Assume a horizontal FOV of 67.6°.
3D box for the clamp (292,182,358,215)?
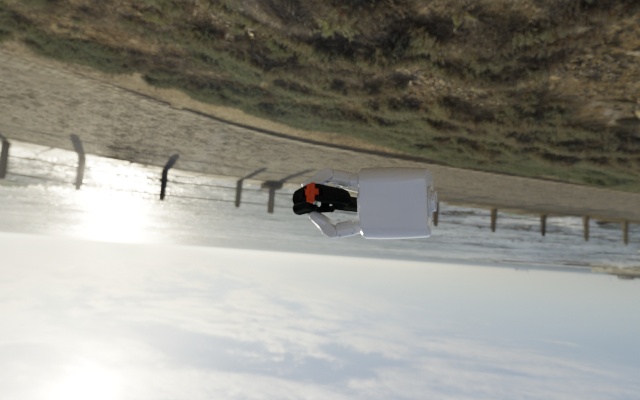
[{"bbox_3d":[0.000,0.003,0.806,0.164,0.036,0.210,-3,-9,20],"label":"clamp"}]
